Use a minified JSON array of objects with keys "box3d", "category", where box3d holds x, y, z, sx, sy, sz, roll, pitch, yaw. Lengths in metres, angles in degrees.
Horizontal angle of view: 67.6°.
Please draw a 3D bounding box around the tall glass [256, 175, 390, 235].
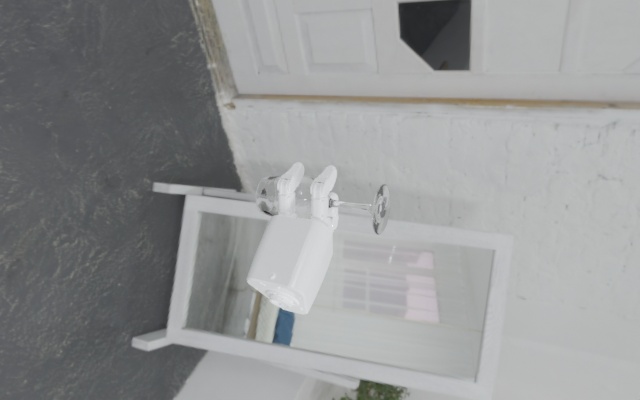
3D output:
[{"box3d":[0.001,0.002,0.735,0.201,0.079,0.079,7,3,26],"category":"tall glass"}]
